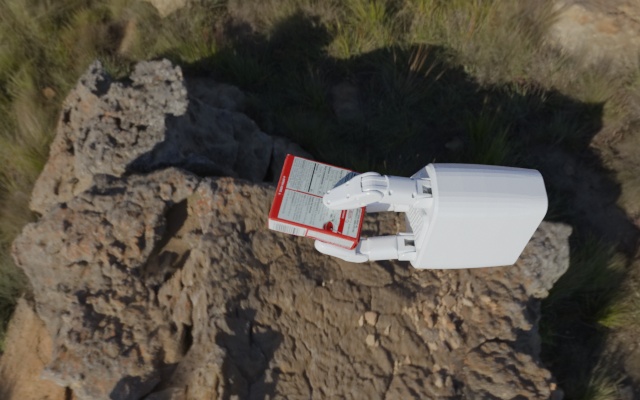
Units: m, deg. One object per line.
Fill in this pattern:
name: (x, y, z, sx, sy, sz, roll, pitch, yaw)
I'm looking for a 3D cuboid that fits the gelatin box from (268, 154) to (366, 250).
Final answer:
gelatin box: (0.000, 0.001, 0.468, 0.089, 0.073, 0.030, 15, -25, -2)
